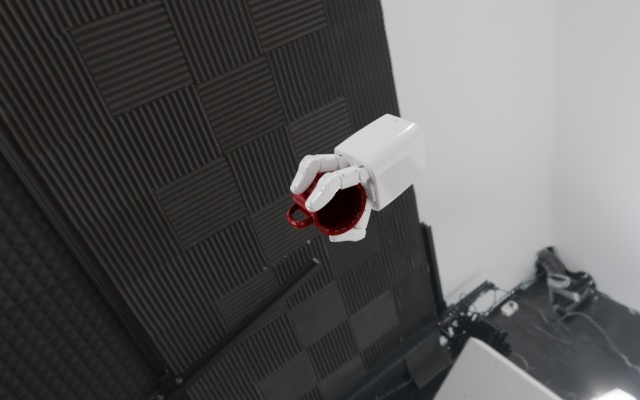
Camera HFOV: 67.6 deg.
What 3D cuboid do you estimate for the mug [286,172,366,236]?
[{"bbox_3d":[-0.001,0.003,0.728,0.117,0.093,0.081,-36,36,-15],"label":"mug"}]
